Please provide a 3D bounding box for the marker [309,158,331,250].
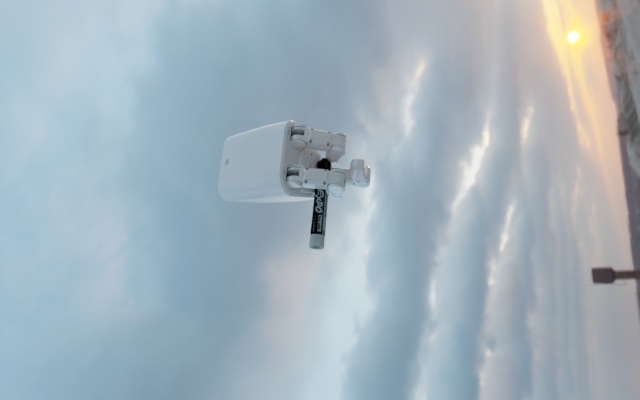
[{"bbox_3d":[0.000,0.002,0.609,0.020,0.121,0.020,5,-20,2],"label":"marker"}]
